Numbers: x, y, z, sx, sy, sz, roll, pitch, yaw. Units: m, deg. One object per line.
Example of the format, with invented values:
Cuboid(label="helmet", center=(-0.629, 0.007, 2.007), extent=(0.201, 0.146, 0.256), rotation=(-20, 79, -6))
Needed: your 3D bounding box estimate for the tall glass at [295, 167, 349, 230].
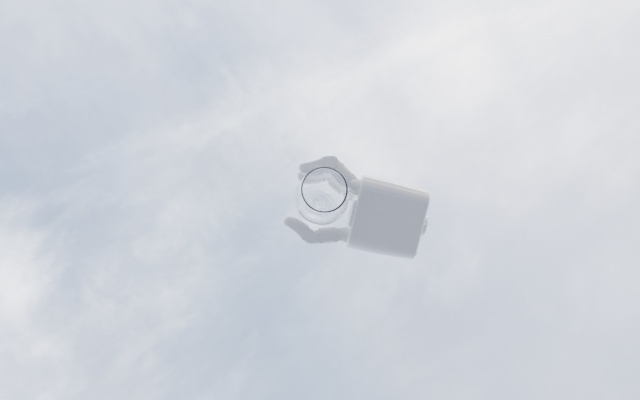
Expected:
Cuboid(label="tall glass", center=(0.000, 0.003, 0.723), extent=(0.079, 0.079, 0.201), rotation=(0, -10, -3))
